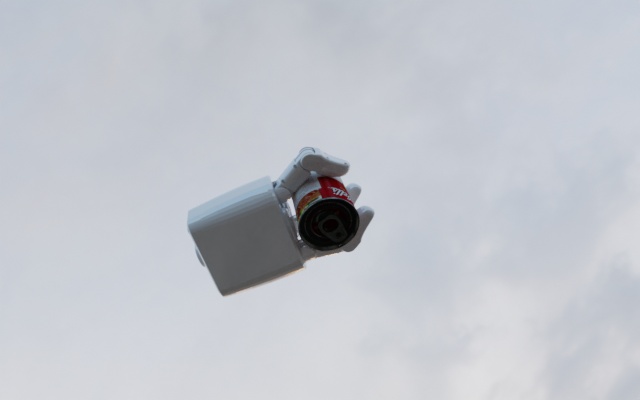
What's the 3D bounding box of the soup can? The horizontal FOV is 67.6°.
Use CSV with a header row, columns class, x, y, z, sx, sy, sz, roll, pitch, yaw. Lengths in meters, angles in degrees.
class,x,y,z,sx,sy,sz,roll,pitch,yaw
soup can,0.000,0.001,0.555,0.068,0.068,0.102,0,30,-12
